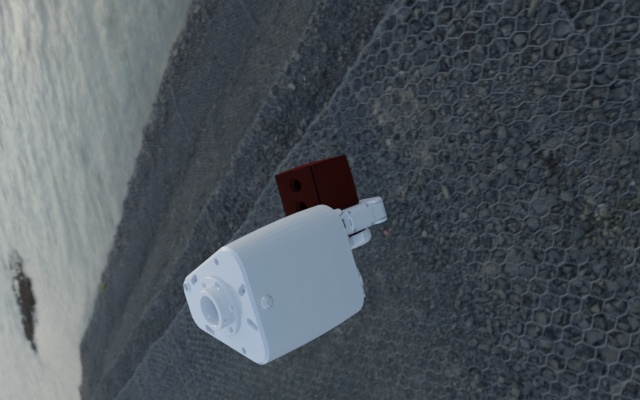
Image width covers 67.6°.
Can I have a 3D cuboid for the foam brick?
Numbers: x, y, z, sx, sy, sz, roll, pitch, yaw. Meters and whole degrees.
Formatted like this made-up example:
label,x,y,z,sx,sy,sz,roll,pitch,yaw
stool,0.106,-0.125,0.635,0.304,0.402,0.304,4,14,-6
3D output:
label,x,y,z,sx,sy,sz,roll,pitch,yaw
foam brick,0.000,0.001,0.456,0.051,0.078,0.053,-20,6,-42
